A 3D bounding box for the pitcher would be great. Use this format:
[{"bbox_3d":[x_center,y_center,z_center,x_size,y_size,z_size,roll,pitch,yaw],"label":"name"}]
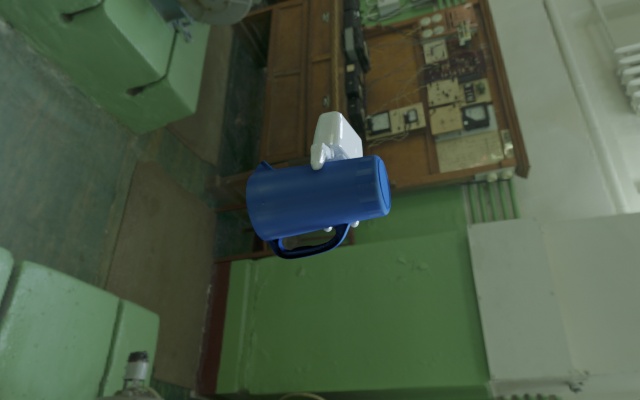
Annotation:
[{"bbox_3d":[0.000,0.003,0.864,0.243,0.145,0.149,-10,-46,17],"label":"pitcher"}]
